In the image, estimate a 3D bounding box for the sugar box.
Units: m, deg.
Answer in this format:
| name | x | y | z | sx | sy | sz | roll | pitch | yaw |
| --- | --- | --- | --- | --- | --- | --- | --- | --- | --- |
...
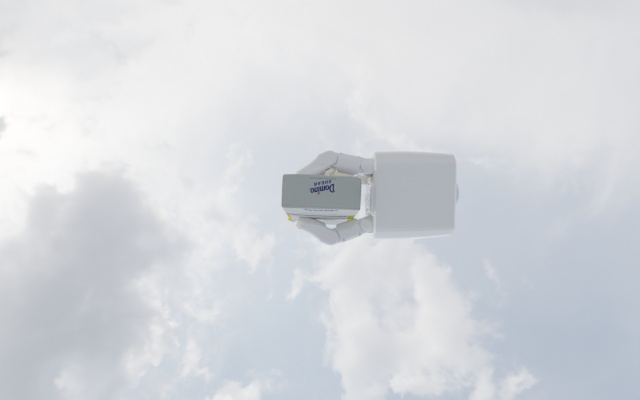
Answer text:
| name | x | y | z | sx | sy | sz | roll | pitch | yaw |
| --- | --- | --- | --- | --- | --- | --- | --- | --- | --- |
| sugar box | 0.000 | 0.002 | 0.627 | 0.093 | 0.048 | 0.176 | 2 | -10 | -1 |
